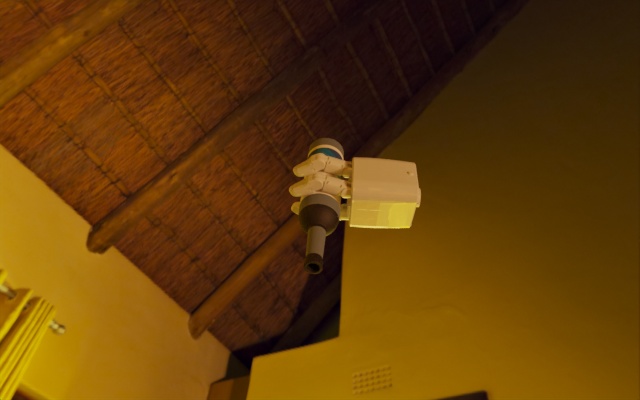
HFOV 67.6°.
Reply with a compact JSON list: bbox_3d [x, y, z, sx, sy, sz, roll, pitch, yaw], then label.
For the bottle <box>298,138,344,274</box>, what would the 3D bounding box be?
[{"bbox_3d":[0.000,0.002,0.791,0.069,0.069,0.295,0,39,5],"label":"bottle"}]
